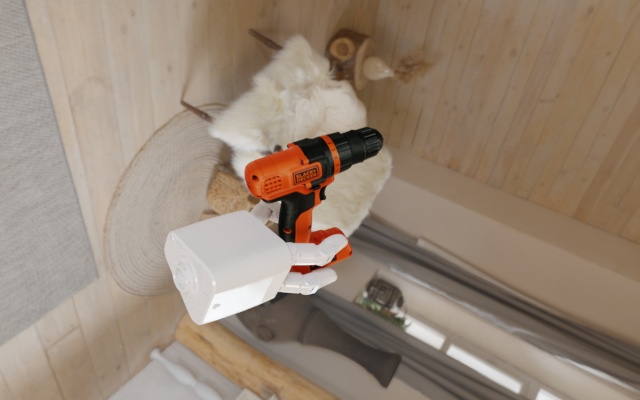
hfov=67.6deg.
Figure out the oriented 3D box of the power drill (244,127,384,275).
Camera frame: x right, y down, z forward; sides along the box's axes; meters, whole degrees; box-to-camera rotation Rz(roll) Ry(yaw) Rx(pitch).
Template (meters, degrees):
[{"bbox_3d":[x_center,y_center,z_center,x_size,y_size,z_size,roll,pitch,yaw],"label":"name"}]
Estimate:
[{"bbox_3d":[0.000,0.003,0.629,0.184,0.188,0.057,-19,38,-17],"label":"power drill"}]
